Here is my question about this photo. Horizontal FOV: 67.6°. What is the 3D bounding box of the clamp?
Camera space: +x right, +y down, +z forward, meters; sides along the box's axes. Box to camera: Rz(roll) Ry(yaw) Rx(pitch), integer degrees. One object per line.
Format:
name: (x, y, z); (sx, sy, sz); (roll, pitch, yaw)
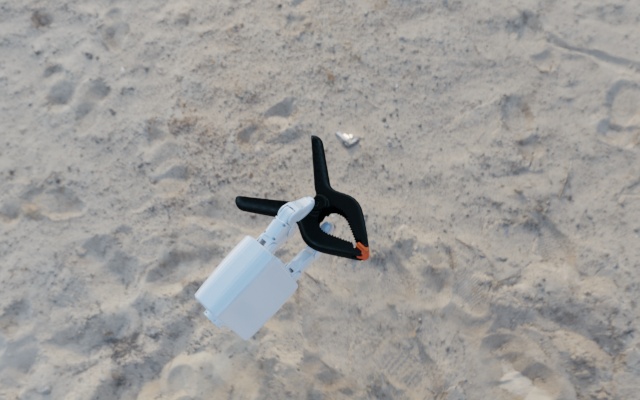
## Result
clamp: (0.000, 0.002, 0.691); (0.210, 0.164, 0.036); (36, -15, 24)
